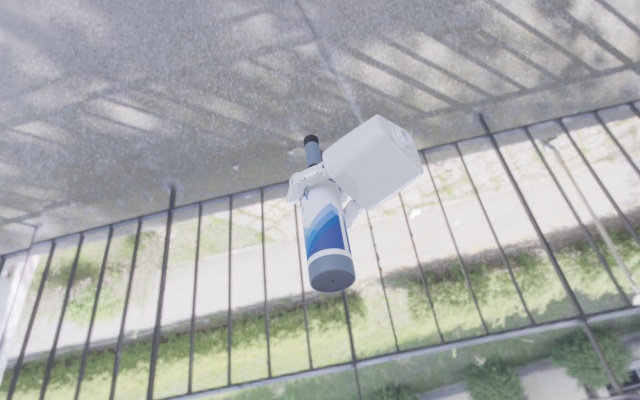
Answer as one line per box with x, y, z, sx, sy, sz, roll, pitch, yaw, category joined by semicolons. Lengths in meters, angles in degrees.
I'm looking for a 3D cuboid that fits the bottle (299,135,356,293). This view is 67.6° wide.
0.000;0.003;0.766;0.069;0.295;0.069;-5;-40;-4;bottle
